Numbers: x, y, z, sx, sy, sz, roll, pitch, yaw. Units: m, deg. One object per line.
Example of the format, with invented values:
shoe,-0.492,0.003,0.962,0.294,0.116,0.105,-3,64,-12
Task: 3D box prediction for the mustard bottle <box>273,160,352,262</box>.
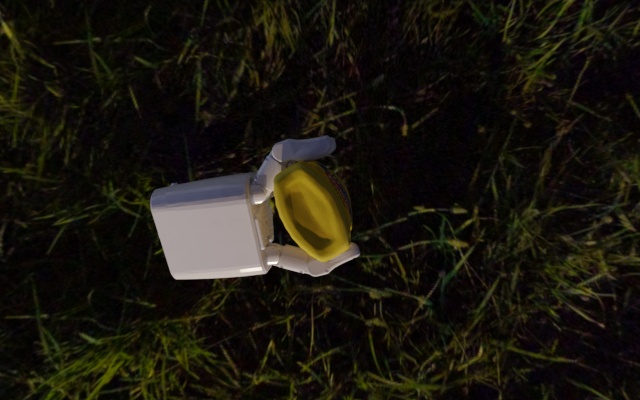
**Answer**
mustard bottle,0.000,0.002,0.533,0.058,0.096,0.191,-31,3,8
